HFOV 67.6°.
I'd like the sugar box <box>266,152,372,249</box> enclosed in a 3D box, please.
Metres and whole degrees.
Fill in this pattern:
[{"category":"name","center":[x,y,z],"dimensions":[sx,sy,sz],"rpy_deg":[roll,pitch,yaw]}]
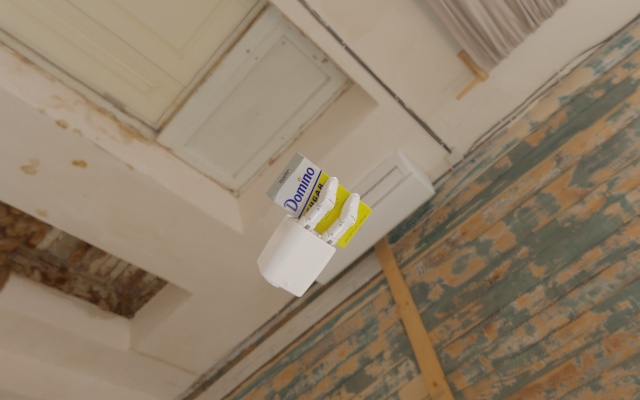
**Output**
[{"category":"sugar box","center":[0.000,0.003,0.848],"dimensions":[0.176,0.093,0.048],"rpy_deg":[35,1,-32]}]
